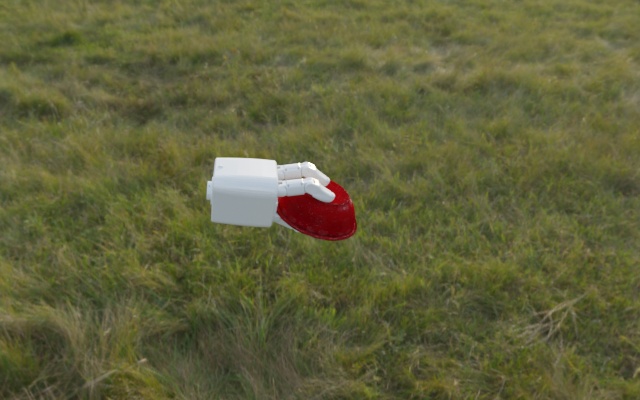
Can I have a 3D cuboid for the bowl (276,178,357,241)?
[{"bbox_3d":[0.001,0.003,0.869,0.162,0.055,0.162,17,29,-9],"label":"bowl"}]
